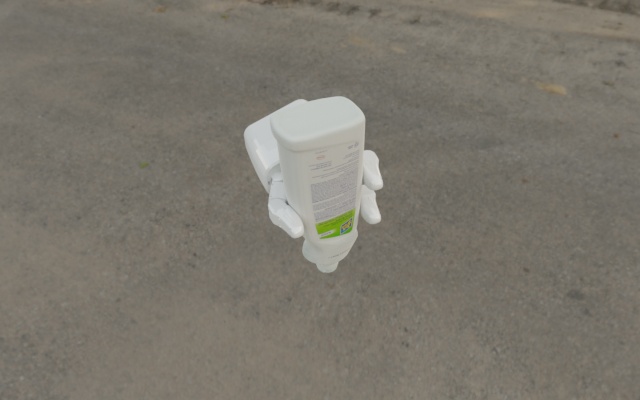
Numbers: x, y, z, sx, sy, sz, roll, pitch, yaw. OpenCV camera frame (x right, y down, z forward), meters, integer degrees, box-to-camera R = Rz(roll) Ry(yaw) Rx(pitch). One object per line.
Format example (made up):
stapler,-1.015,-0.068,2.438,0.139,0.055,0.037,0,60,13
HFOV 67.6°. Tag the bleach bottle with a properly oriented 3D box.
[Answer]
bleach bottle,0.000,0.002,0.587,0.102,0.251,0.068,-18,45,-17
